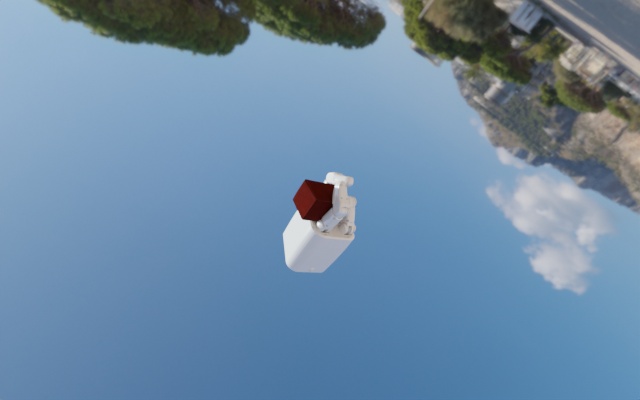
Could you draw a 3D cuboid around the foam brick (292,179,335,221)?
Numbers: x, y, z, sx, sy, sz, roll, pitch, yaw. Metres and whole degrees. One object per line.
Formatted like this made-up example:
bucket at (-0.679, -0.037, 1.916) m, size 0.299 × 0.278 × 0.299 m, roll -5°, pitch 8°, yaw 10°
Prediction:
foam brick at (0.000, 0.003, 0.843) m, size 0.078 × 0.053 × 0.051 m, roll 9°, pitch -49°, yaw -38°
